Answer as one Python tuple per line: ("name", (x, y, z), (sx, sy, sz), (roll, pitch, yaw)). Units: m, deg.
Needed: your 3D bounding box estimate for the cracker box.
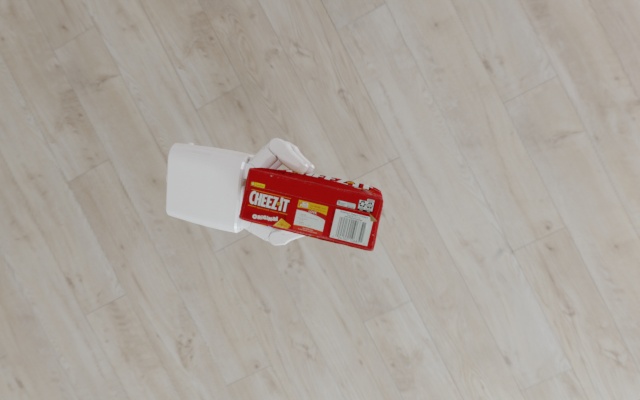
("cracker box", (0.000, 0.002, 0.652), (0.164, 0.072, 0.213), (13, 5, 6))
